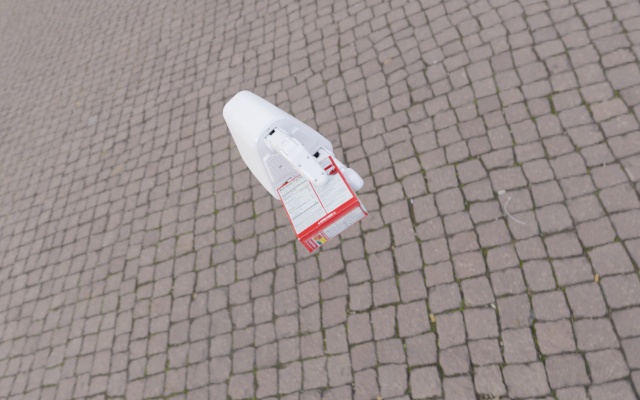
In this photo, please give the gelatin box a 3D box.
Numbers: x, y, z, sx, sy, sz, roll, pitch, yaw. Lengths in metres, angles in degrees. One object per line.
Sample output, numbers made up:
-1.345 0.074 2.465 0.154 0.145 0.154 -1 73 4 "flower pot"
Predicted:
0.000 0.002 0.512 0.073 0.089 0.030 -34 -48 5 "gelatin box"
